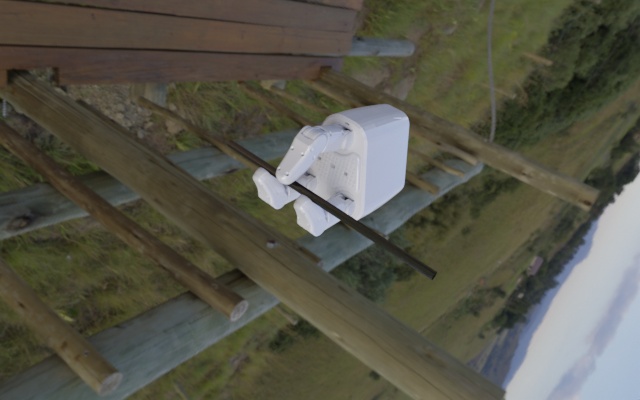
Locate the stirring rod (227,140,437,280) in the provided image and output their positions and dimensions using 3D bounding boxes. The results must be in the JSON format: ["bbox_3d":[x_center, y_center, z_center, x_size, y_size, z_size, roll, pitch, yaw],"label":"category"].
[{"bbox_3d":[0.000,0.001,0.434,0.239,0.011,0.011,33,15,25],"label":"stirring rod"}]
